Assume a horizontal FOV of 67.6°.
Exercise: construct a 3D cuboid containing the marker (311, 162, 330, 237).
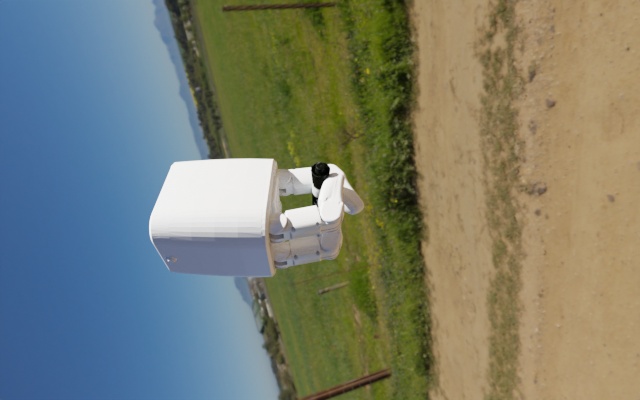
[{"bbox_3d":[0.000,0.002,0.500,0.020,0.020,0.121,0,-35,0],"label":"marker"}]
